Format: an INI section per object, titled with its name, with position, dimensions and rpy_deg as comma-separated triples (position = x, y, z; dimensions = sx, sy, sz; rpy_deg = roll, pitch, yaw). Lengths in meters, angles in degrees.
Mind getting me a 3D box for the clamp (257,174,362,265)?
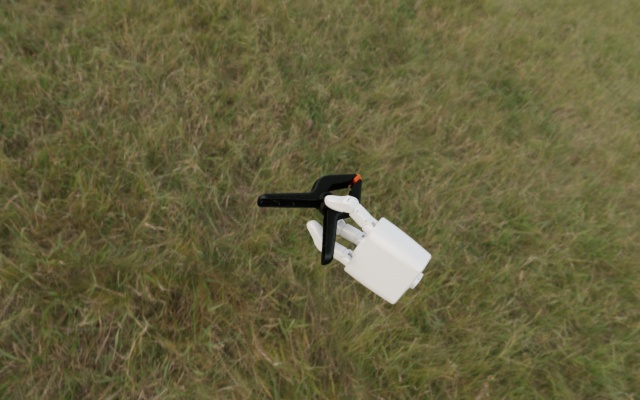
[clamp]
position = 0.001, 0.002, 0.852
dimensions = 0.164, 0.036, 0.210
rpy_deg = 37, 47, 8
